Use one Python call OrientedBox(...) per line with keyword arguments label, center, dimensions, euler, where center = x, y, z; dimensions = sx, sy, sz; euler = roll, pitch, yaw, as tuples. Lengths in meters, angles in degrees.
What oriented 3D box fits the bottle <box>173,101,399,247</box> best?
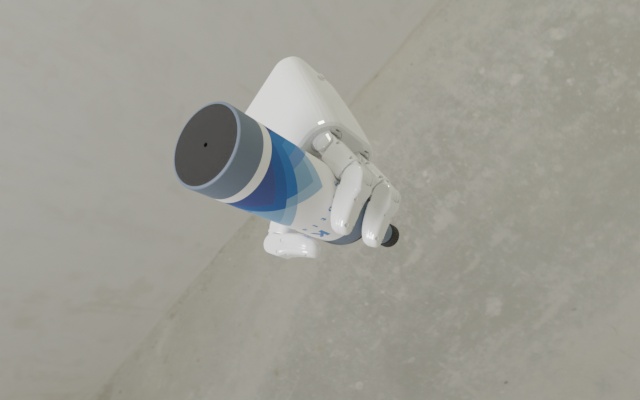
OrientedBox(label="bottle", center=(0.000, 0.001, 0.450), dimensions=(0.069, 0.069, 0.296), euler=(0, -16, 35))
